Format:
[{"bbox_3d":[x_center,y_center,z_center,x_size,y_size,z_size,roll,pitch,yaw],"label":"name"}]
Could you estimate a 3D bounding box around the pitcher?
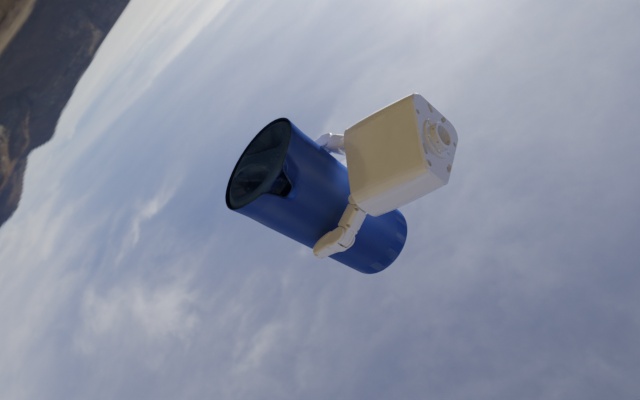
[{"bbox_3d":[0.000,0.002,0.659,0.243,0.149,0.145,33,-41,-30],"label":"pitcher"}]
